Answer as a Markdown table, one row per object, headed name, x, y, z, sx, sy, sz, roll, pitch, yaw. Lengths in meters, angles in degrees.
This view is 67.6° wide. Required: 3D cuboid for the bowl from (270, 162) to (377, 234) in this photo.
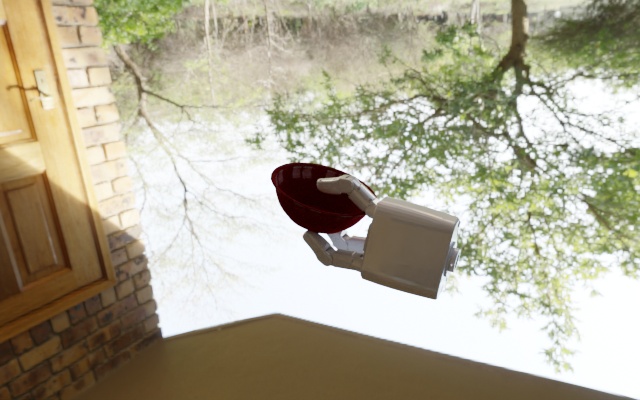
| name | x | y | z | sx | sy | sz | roll | pitch | yaw |
| --- | --- | --- | --- | --- | --- | --- | --- | --- | --- |
| bowl | -0.001 | 0.002 | 0.708 | 0.162 | 0.055 | 0.162 | 13 | 27 | -7 |
